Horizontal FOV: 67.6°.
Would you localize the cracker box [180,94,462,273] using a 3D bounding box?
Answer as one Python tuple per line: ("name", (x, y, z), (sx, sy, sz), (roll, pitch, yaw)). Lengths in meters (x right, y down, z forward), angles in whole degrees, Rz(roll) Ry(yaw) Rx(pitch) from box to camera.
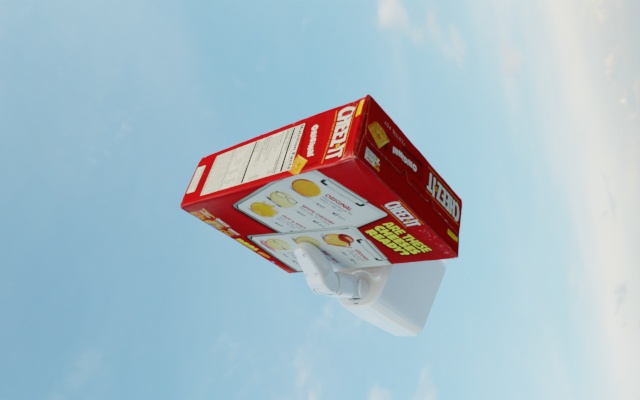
("cracker box", (0.000, 0.002, 0.457), (0.214, 0.072, 0.164), (-13, -39, 39))
